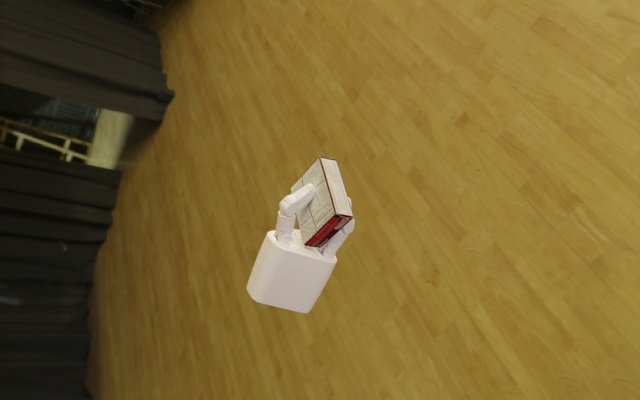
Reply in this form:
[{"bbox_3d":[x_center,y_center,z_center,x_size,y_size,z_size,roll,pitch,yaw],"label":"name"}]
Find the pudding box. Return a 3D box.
[{"bbox_3d":[0.000,0.002,0.731,0.039,0.113,0.090,10,-40,-36],"label":"pudding box"}]
